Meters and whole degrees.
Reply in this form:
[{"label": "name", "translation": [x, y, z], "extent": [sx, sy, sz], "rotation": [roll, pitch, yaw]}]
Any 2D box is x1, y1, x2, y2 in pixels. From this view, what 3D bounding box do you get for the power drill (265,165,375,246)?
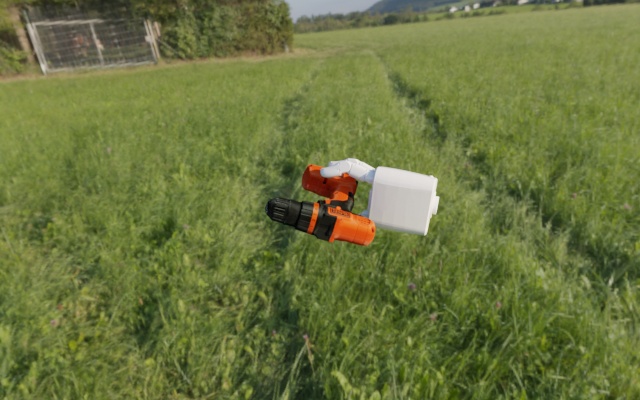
[{"label": "power drill", "translation": [0.000, 0.003, 0.844], "extent": [0.184, 0.057, 0.187], "rotation": [17, 28, -8]}]
